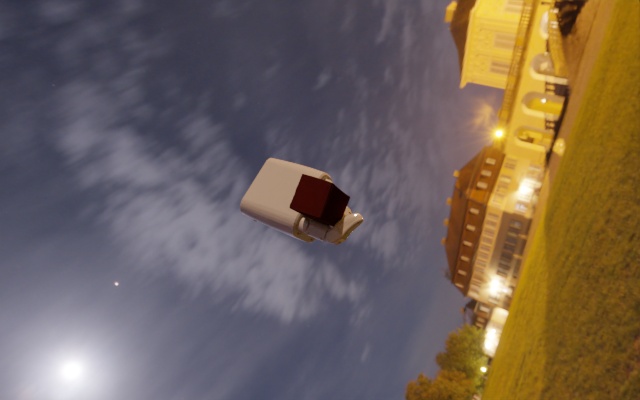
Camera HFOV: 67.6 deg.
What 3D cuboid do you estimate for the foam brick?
[{"bbox_3d":[0.000,0.002,0.677,0.051,0.053,0.078,19,-6,24],"label":"foam brick"}]
